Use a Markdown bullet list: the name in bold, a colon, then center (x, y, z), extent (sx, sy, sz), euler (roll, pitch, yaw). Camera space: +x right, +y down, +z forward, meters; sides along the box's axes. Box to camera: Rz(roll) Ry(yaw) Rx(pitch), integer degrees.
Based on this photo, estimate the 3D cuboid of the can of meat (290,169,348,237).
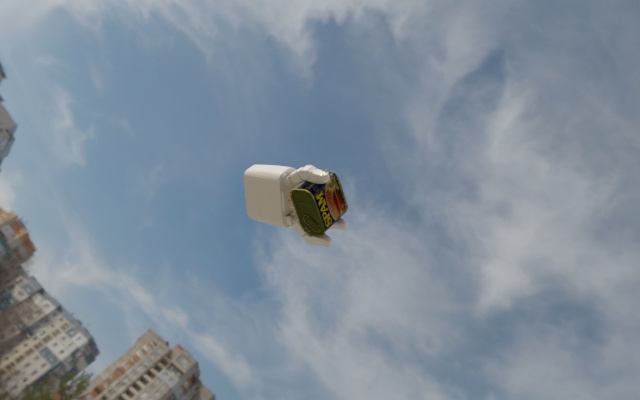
- **can of meat**: center (0.000, 0.003, 0.892), extent (0.057, 0.102, 0.084), euler (6, 35, 40)
